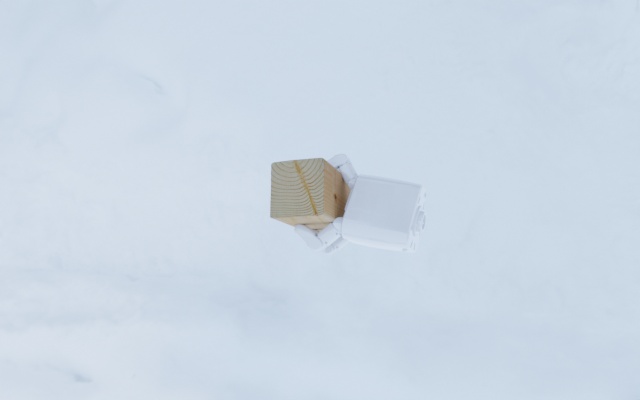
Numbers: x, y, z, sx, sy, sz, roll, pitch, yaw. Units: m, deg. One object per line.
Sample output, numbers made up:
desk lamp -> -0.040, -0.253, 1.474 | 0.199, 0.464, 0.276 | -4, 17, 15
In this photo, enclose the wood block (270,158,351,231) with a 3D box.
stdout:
wood block -> 0.000, 0.002, 0.810 | 0.090, 0.090, 0.206 | -4, -14, 20
